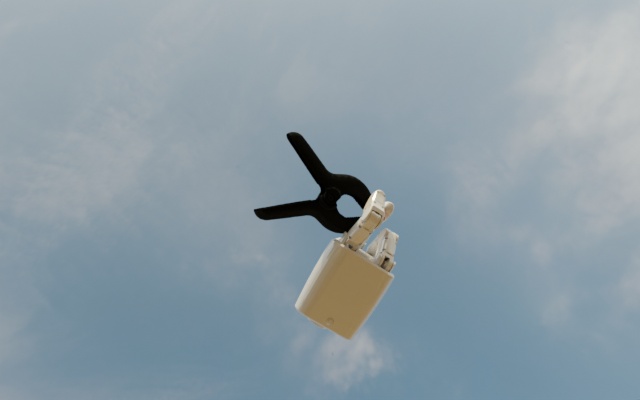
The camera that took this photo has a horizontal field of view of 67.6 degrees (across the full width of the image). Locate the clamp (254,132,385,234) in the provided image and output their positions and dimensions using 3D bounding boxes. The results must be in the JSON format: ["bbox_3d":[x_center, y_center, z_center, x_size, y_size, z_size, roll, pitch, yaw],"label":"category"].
[{"bbox_3d":[0.000,0.002,0.632,0.171,0.120,0.039,33,1,-11],"label":"clamp"}]
